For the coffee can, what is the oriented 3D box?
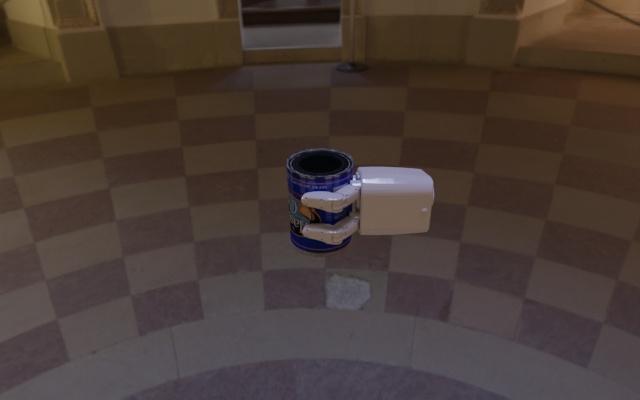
[{"bbox_3d":[0.000,0.003,0.752,0.103,0.140,0.102,-1,30,0],"label":"coffee can"}]
